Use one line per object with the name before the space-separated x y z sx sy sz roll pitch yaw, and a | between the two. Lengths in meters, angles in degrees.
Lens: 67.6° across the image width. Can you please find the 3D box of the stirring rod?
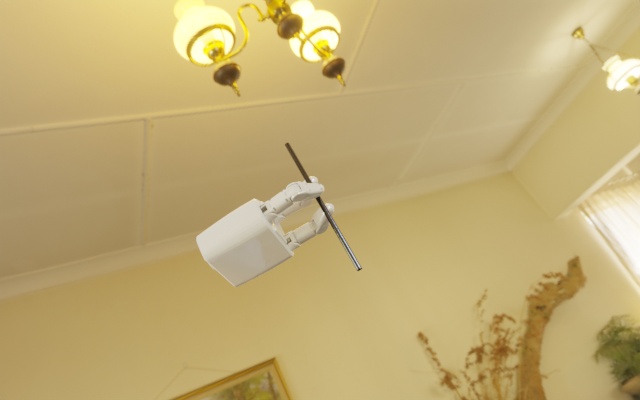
stirring rod | 0.000 0.002 0.710 0.011 0.239 0.011 -23 -28 -13
